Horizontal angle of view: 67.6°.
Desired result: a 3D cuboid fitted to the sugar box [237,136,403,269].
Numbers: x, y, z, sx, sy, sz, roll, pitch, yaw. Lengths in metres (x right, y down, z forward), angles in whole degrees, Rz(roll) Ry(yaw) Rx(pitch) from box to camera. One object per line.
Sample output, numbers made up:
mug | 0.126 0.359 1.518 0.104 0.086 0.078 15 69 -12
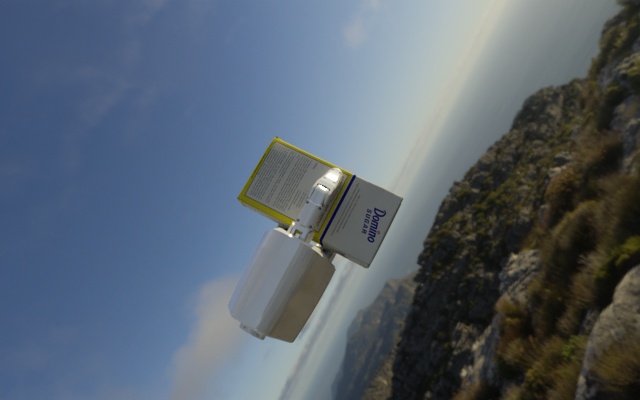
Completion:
sugar box | 0.000 0.002 0.579 0.176 0.093 0.048 27 -12 8
